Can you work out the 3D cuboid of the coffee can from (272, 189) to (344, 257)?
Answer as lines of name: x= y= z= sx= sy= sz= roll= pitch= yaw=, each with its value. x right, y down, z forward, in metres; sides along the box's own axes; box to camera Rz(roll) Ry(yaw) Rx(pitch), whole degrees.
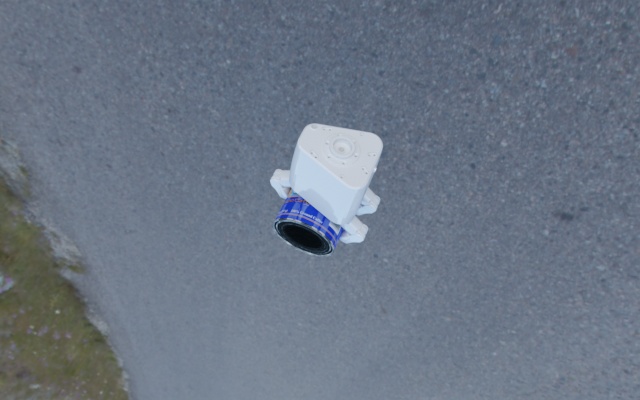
coffee can: x=0.000 y=0.002 z=0.750 sx=0.103 sy=0.140 sz=0.103 roll=20 pitch=-28 yaw=11
